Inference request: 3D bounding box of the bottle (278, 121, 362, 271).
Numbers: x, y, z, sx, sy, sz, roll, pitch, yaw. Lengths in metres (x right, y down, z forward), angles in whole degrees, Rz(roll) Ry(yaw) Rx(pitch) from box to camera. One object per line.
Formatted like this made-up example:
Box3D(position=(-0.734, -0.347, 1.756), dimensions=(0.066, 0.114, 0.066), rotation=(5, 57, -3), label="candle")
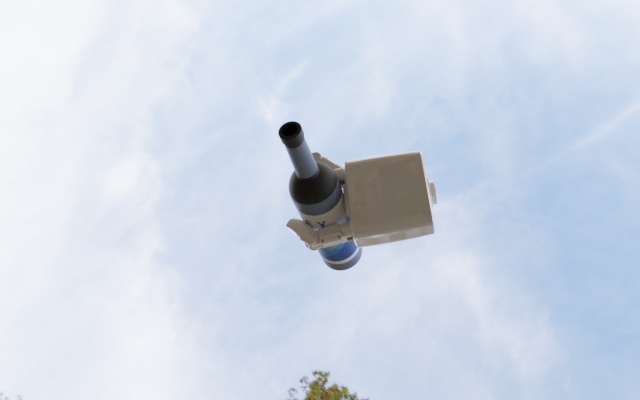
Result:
Box3D(position=(0.000, 0.002, 0.650), dimensions=(0.069, 0.069, 0.296), rotation=(0, -33, 16), label="bottle")
